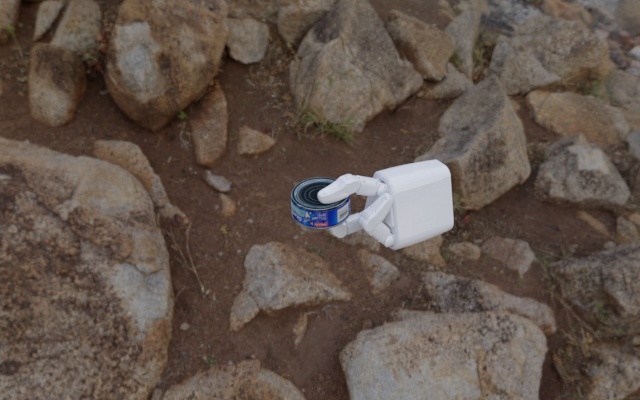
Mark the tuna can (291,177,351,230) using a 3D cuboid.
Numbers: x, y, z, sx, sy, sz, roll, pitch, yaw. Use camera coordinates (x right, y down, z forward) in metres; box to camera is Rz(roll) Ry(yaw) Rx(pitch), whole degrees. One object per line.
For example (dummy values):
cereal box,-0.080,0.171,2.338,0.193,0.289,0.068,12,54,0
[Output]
tuna can,0.000,0.002,0.683,0.086,0.034,0.086,-2,35,1
